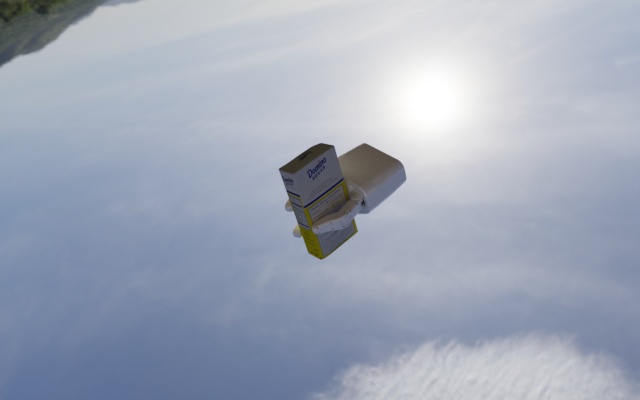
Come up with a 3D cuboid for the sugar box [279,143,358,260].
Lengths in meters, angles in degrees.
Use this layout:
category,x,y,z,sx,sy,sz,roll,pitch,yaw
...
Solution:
category,x,y,z,sx,sy,sz,roll,pitch,yaw
sugar box,0.000,0.002,0.790,0.093,0.176,0.048,-36,34,-29
